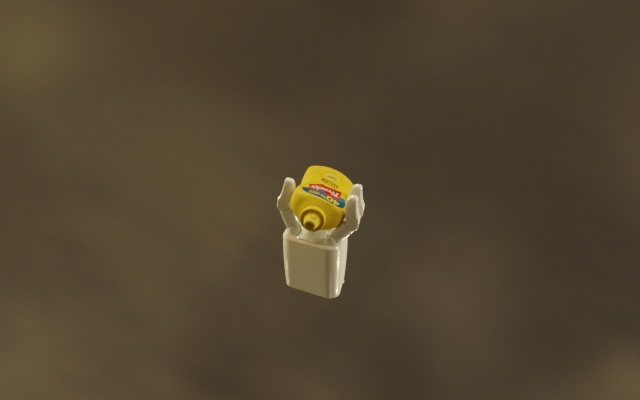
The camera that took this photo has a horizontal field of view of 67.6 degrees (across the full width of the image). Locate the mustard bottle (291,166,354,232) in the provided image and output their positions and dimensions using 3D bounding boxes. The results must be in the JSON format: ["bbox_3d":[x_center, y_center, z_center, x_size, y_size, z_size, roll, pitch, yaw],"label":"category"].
[{"bbox_3d":[0.000,0.002,0.819,0.096,0.058,0.191,27,26,-1],"label":"mustard bottle"}]
